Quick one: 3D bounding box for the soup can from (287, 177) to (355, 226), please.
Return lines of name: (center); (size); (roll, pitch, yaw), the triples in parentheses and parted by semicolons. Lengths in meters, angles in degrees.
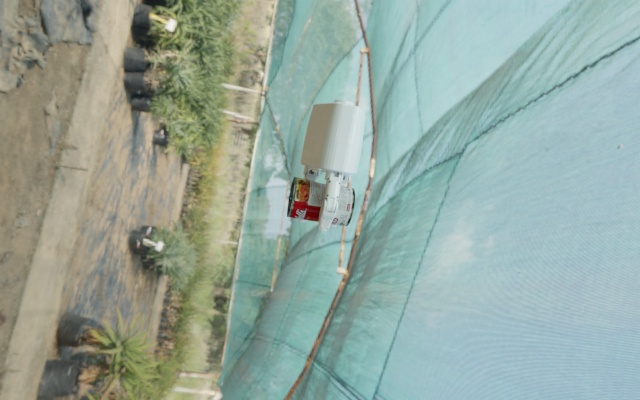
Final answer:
soup can: (0.000, 0.003, 0.795); (0.102, 0.068, 0.068); (10, -2, -9)
